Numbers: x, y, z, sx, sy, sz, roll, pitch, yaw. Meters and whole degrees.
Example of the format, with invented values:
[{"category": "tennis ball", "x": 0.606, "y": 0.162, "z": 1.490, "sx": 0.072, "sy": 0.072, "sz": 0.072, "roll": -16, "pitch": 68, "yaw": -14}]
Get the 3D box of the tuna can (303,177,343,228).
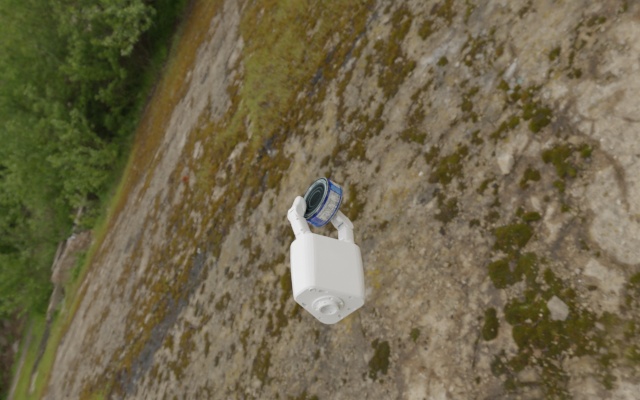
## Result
[{"category": "tuna can", "x": 0.000, "y": 0.002, "z": 0.842, "sx": 0.034, "sy": 0.086, "sz": 0.086, "roll": 29, "pitch": -14, "yaw": -25}]
